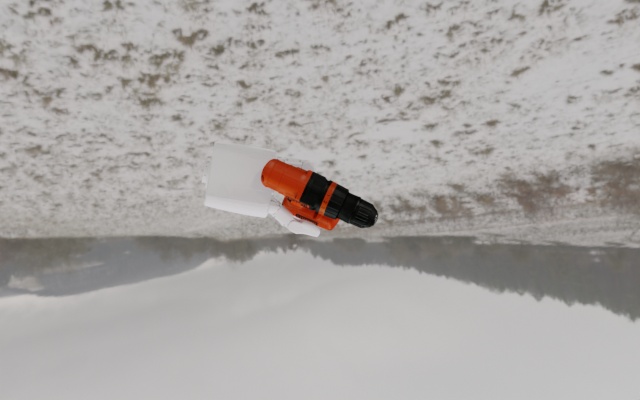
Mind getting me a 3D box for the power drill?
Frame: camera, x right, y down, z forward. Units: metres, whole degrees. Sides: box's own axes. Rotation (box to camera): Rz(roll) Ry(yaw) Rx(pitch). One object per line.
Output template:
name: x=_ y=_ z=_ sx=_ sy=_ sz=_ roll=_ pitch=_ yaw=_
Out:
power drill: x=0.000 y=0.003 z=0.772 sx=0.184 sy=0.057 sz=0.188 roll=26 pitch=-10 yaw=5
